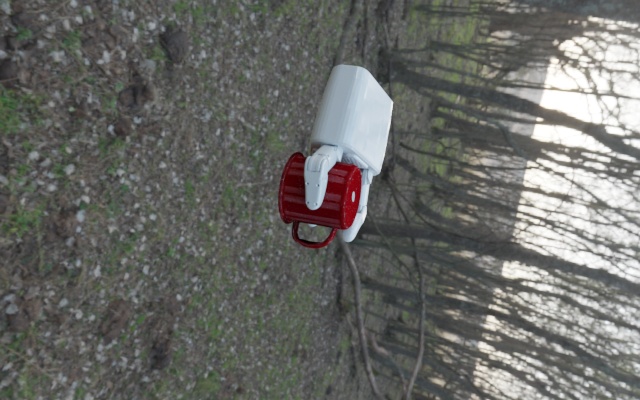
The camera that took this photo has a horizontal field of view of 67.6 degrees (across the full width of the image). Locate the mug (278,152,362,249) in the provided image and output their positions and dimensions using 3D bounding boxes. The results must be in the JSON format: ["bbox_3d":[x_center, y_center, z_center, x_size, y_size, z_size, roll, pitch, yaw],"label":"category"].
[{"bbox_3d":[0.000,0.003,0.592,0.081,0.117,0.093,10,-13,17],"label":"mug"}]
